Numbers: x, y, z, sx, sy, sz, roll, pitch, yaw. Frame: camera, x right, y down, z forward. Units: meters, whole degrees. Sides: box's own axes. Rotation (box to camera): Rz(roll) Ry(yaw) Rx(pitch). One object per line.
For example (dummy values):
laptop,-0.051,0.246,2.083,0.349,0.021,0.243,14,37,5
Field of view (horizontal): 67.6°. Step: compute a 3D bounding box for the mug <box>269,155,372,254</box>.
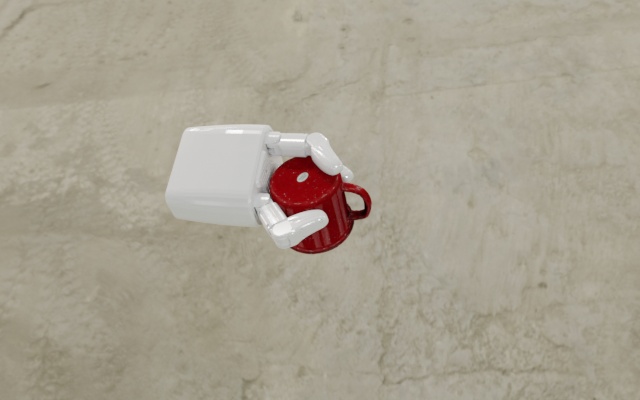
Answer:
mug,0.001,0.002,0.549,0.117,0.093,0.082,2,-40,14
